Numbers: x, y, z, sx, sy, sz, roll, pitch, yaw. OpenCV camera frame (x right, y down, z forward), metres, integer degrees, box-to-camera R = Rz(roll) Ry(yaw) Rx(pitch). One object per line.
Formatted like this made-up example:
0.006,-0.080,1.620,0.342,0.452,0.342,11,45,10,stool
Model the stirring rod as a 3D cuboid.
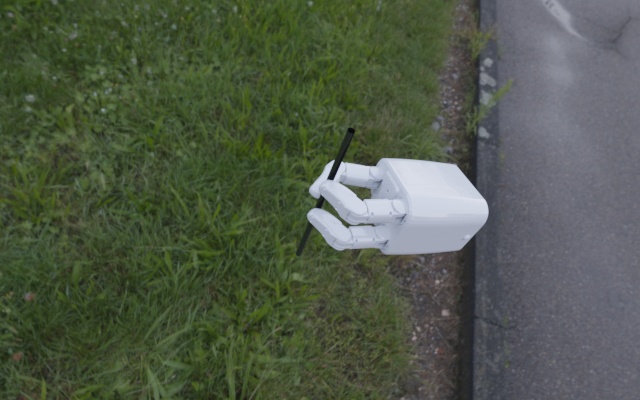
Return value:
0.000,0.002,0.565,0.011,0.011,0.240,0,-36,-18,stirring rod
